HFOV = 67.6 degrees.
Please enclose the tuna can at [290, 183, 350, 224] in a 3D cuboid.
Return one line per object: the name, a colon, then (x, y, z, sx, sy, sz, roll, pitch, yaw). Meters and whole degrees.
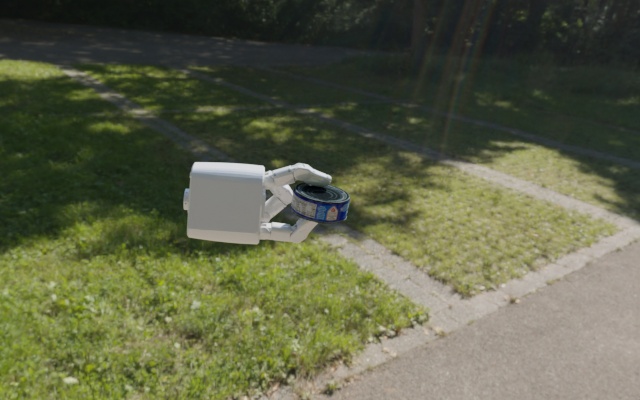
tuna can: (0.000, 0.002, 0.708, 0.086, 0.034, 0.086, 9, 20, -3)
